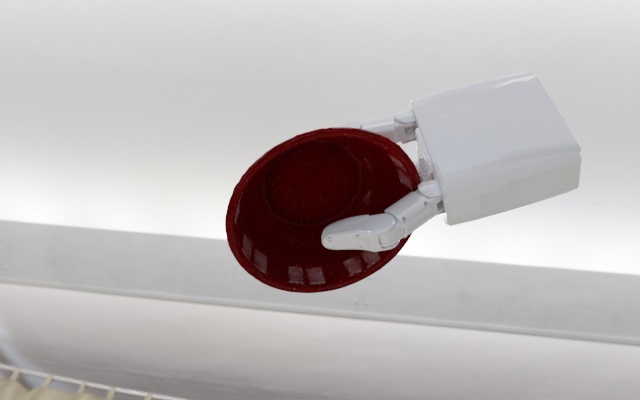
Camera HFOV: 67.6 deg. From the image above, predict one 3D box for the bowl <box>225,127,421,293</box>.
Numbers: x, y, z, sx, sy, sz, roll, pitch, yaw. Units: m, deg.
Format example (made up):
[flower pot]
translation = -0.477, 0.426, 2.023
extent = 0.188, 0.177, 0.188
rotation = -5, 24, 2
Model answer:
[bowl]
translation = -0.001, 0.001, 0.401
extent = 0.162, 0.162, 0.055
rotation = 0, 34, -17
